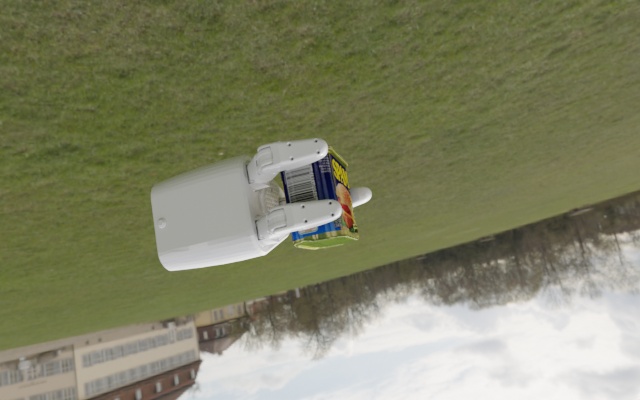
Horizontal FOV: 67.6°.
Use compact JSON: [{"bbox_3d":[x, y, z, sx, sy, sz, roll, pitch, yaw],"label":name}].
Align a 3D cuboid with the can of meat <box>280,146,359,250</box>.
[{"bbox_3d":[0.000,0.002,0.467,0.057,0.084,0.102,-13,-11,12],"label":"can of meat"}]
